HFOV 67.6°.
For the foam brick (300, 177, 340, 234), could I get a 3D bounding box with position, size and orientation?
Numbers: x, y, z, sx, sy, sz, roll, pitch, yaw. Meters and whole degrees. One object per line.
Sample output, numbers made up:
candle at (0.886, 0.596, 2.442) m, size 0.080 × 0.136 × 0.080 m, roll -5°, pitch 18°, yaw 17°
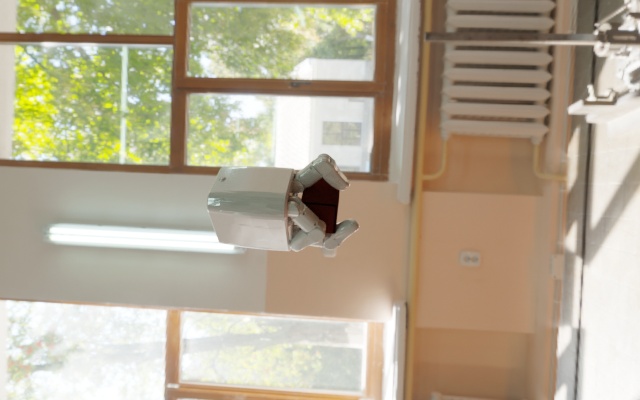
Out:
foam brick at (0.000, 0.002, 0.684) m, size 0.051 × 0.053 × 0.078 m, roll 5°, pitch 36°, yaw 3°
